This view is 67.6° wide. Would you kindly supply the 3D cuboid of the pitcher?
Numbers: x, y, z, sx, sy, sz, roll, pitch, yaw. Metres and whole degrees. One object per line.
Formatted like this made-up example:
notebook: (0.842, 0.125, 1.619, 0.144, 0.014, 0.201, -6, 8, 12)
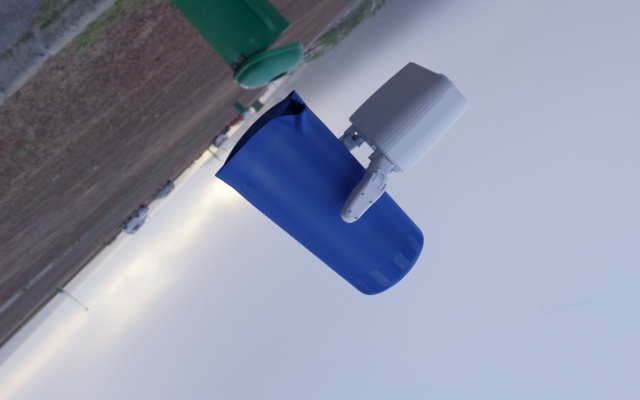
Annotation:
pitcher: (0.000, 0.002, 0.575, 0.243, 0.145, 0.149, 44, 6, -12)
